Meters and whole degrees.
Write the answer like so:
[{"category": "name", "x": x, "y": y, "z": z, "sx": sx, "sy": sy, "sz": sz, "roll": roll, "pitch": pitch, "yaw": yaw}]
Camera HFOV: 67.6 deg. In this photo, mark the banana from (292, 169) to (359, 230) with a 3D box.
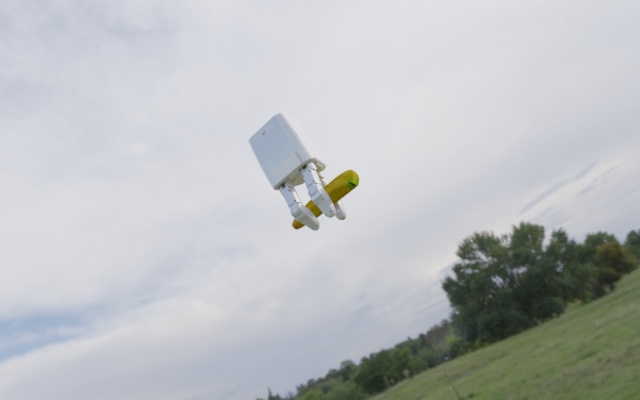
[{"category": "banana", "x": 0.013, "y": -0.007, "z": 0.847, "sx": 0.069, "sy": 0.037, "sz": 0.198, "roll": -36, "pitch": -3, "yaw": -41}]
